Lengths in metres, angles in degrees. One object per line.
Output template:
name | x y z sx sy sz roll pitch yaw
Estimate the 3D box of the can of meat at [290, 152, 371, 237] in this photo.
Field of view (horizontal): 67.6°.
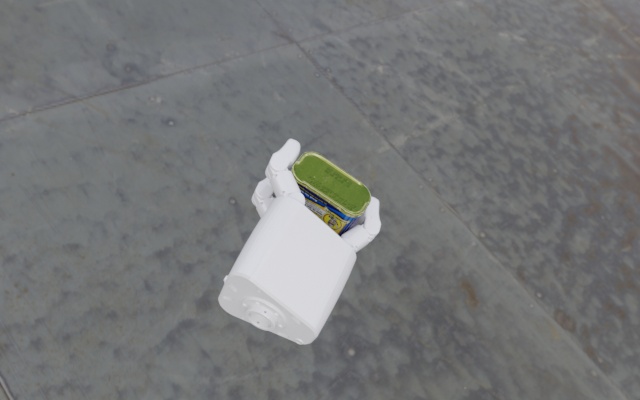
can of meat | 0.000 0.002 0.569 0.102 0.057 0.084 34 -39 1
